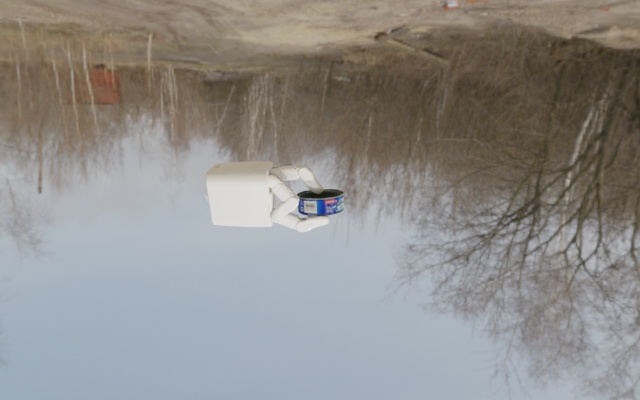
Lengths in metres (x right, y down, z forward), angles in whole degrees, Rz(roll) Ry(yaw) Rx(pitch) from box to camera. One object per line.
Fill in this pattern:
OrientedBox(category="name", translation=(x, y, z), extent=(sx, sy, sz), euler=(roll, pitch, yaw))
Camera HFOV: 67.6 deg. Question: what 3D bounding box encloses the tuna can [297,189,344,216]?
OrientedBox(category="tuna can", translation=(0.000, 0.003, 0.872), extent=(0.086, 0.034, 0.086), euler=(-3, 12, 1))
